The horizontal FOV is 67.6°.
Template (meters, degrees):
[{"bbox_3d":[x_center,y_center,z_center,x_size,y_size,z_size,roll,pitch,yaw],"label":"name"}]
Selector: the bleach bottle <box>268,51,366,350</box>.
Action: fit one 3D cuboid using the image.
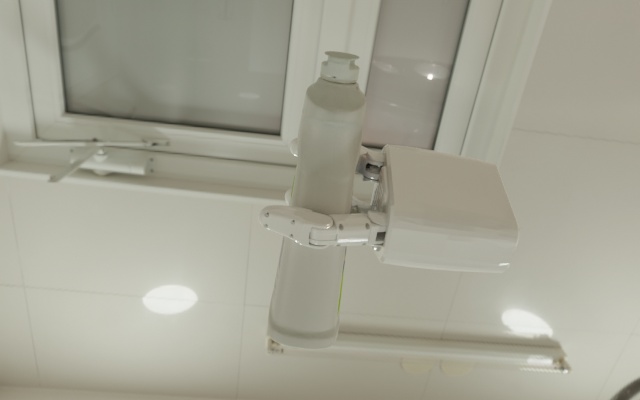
[{"bbox_3d":[0.000,0.001,0.421,0.068,0.251,0.102,7,25,-2],"label":"bleach bottle"}]
